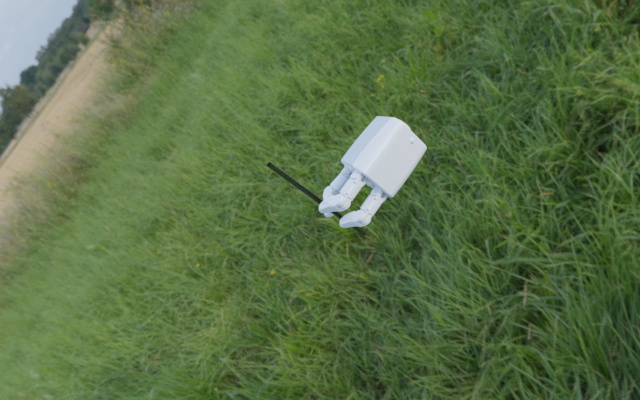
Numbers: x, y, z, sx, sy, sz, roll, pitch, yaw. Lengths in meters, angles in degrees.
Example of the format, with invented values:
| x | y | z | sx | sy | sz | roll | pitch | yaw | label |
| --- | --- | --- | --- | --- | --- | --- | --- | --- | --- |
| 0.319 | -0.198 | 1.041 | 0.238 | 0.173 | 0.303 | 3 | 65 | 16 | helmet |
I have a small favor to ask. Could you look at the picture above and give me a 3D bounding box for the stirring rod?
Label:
| x | y | z | sx | sy | sz | roll | pitch | yaw | label |
| --- | --- | --- | --- | --- | --- | --- | --- | --- | --- |
| 0.000 | 0.003 | 0.813 | 0.240 | 0.011 | 0.011 | 36 | -22 | -34 | stirring rod |
